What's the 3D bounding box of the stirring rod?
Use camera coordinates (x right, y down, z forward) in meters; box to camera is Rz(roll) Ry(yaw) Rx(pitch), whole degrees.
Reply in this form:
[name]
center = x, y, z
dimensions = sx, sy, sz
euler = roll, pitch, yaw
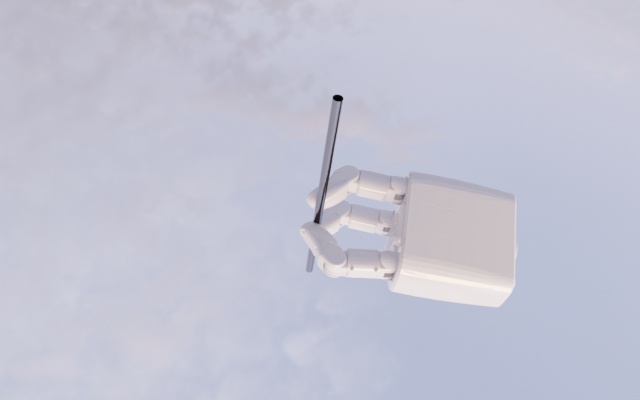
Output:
[stirring rod]
center = 0.000, 0.001, 0.436
dimensions = 0.011, 0.011, 0.240
euler = 0, -39, -8
